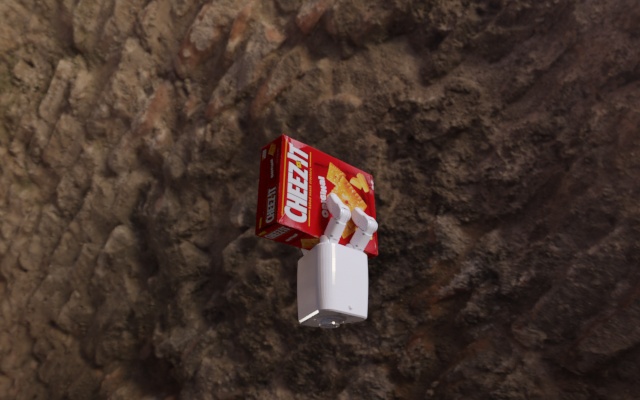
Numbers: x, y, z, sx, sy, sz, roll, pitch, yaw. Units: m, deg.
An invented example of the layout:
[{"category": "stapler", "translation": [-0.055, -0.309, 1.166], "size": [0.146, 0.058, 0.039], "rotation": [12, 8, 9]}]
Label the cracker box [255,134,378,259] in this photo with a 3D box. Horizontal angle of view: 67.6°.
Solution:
[{"category": "cracker box", "translation": [0.000, 0.003, 0.817], "size": [0.214, 0.164, 0.072], "rotation": [22, -34, -35]}]
